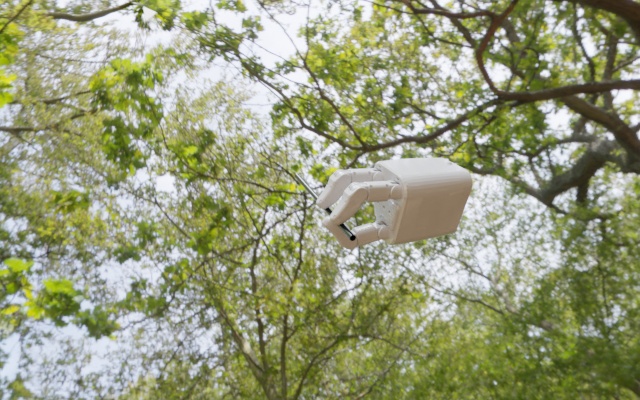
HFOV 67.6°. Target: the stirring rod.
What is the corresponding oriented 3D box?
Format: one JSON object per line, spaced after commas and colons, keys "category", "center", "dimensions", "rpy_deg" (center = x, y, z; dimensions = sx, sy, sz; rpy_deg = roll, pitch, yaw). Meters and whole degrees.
{"category": "stirring rod", "center": [0.000, 0.002, 0.679], "dimensions": [0.011, 0.011, 0.239], "rpy_deg": [0, 21, -20]}
